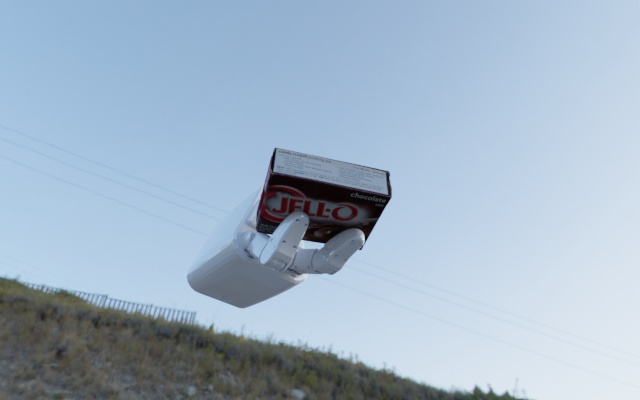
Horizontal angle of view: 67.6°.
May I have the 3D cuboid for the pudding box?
[{"bbox_3d":[0.000,0.001,0.457,0.113,0.039,0.090,9,-39,-11],"label":"pudding box"}]
